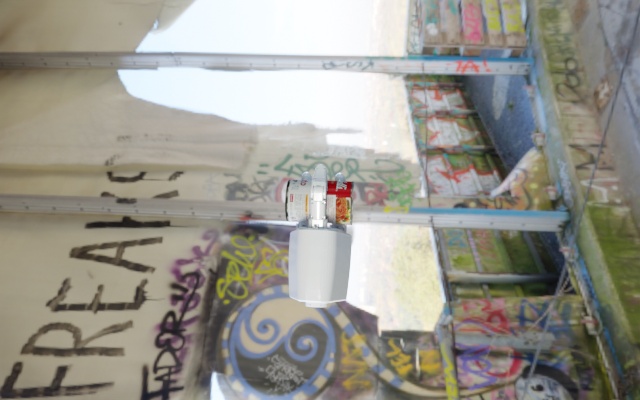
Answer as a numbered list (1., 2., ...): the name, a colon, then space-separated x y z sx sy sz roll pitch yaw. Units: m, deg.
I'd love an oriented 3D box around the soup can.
1. soup can: 0.000 0.002 0.740 0.102 0.068 0.068 2 0 4
